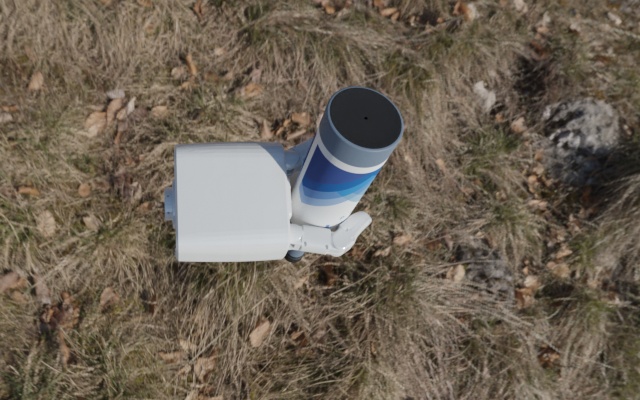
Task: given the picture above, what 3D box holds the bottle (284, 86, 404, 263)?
[{"bbox_3d":[0.000,0.002,0.512,0.069,0.069,0.296,0,-28,-16],"label":"bottle"}]
